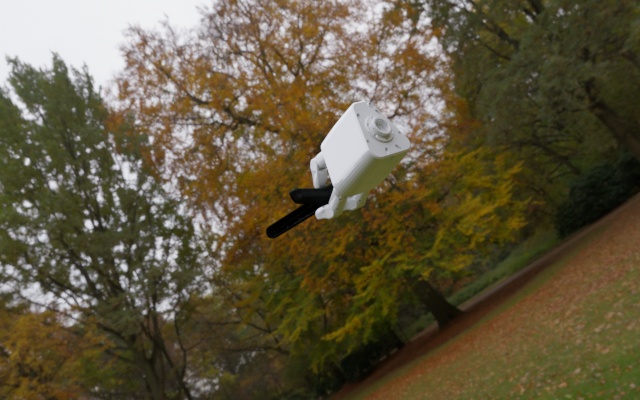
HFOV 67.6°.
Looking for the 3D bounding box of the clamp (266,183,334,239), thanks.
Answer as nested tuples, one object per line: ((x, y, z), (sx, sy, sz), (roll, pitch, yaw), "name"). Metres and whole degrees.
((0.000, 0.002, 0.870), (0.210, 0.036, 0.165), (-20, -17, -37), "clamp")
